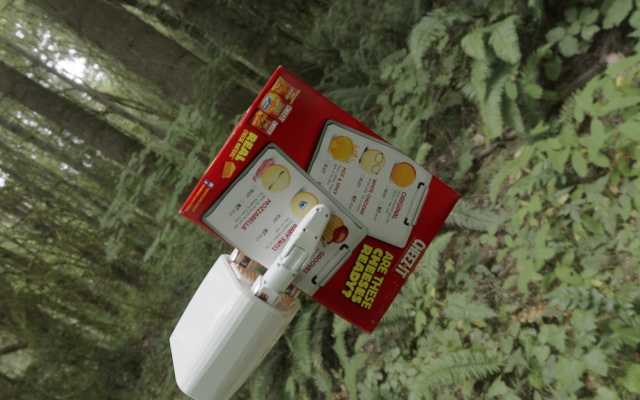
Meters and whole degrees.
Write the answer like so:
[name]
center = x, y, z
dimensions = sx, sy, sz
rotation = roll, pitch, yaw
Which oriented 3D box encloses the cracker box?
[cracker box]
center = 0.000, 0.001, 0.471
dimensions = 0.214, 0.164, 0.072
rotation = 34, -2, -9
